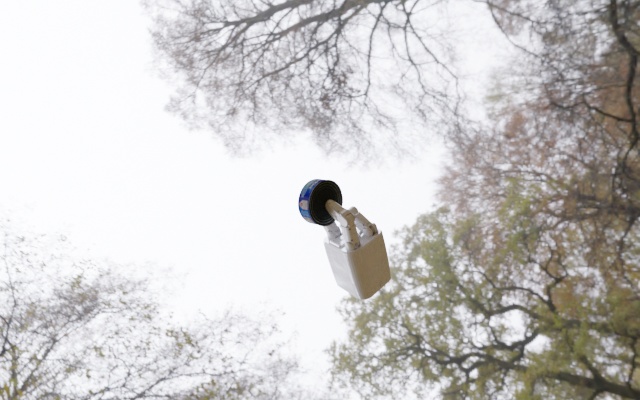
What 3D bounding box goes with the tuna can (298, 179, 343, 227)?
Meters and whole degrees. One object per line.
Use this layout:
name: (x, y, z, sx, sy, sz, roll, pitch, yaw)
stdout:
tuna can: (0.000, 0.003, 0.876, 0.086, 0.086, 0.033, 0, 7, -44)
